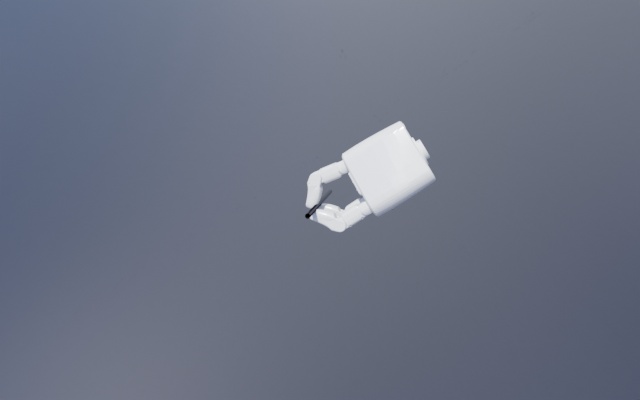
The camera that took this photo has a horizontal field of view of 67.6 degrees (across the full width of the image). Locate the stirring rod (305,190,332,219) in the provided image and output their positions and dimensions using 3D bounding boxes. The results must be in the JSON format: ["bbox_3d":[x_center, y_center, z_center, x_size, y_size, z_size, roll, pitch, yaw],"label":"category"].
[{"bbox_3d":[0.000,0.003,0.807,0.011,0.011,0.239,0,10,9],"label":"stirring rod"}]
